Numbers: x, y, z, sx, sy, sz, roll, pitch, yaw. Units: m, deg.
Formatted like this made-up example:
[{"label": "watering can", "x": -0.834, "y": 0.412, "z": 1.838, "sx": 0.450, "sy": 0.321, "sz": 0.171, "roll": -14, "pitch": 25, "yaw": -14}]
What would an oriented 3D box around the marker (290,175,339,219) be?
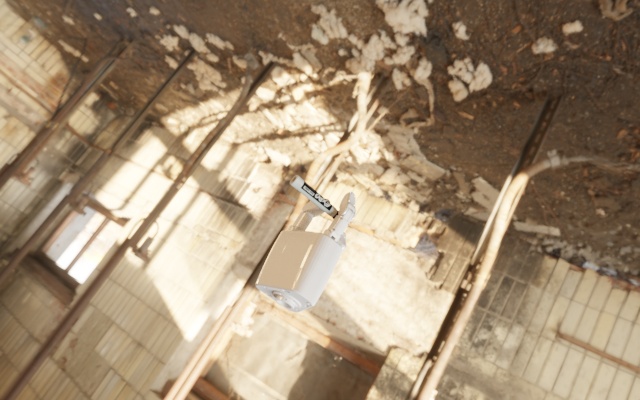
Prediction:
[{"label": "marker", "x": 0.000, "y": 0.003, "z": 0.780, "sx": 0.121, "sy": 0.020, "sz": 0.020, "roll": 40, "pitch": -18, "yaw": -22}]
